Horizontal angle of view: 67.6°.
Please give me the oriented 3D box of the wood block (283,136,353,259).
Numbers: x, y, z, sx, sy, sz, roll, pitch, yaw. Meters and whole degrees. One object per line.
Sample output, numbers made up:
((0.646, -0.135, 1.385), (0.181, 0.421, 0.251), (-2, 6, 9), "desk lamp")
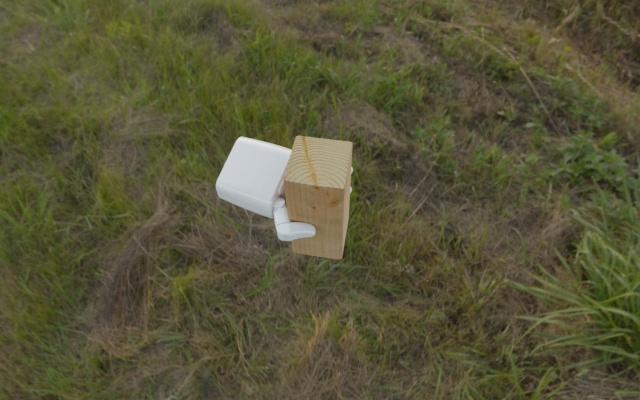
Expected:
((0.000, 0.003, 0.775), (0.090, 0.090, 0.206), (8, -35, 7), "wood block")
